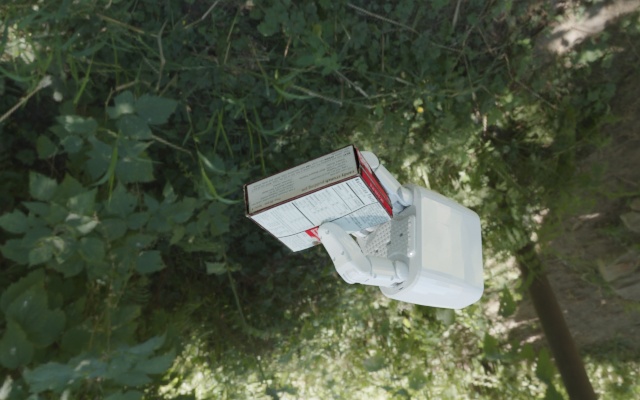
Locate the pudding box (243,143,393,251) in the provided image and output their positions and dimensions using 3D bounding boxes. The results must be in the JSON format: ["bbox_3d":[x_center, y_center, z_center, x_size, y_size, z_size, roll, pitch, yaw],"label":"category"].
[{"bbox_3d":[0.000,0.002,0.442,0.113,0.039,0.090,-21,-35,17],"label":"pudding box"}]
